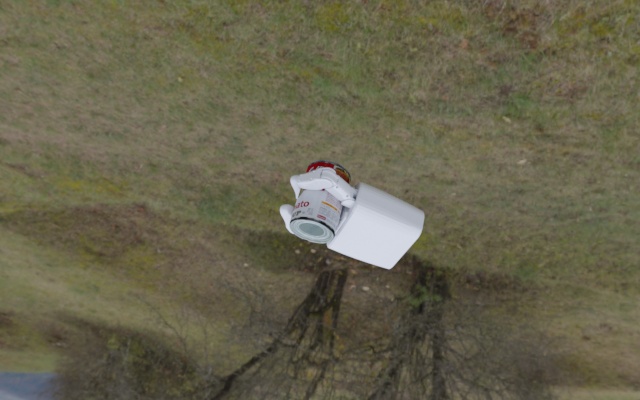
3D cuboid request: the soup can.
[{"bbox_3d":[0.000,0.002,0.690,0.068,0.102,0.068,12,-31,7],"label":"soup can"}]
